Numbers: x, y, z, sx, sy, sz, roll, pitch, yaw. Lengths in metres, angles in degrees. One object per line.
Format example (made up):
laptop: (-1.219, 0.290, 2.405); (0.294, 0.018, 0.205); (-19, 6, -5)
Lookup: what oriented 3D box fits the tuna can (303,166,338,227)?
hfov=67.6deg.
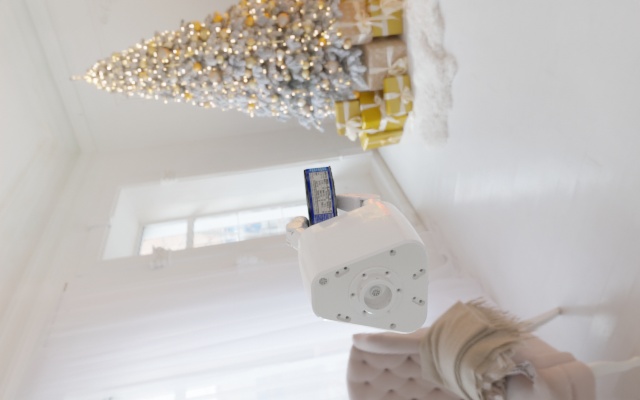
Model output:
tuna can: (0.000, 0.002, 0.580); (0.034, 0.086, 0.086); (-6, 0, -2)
